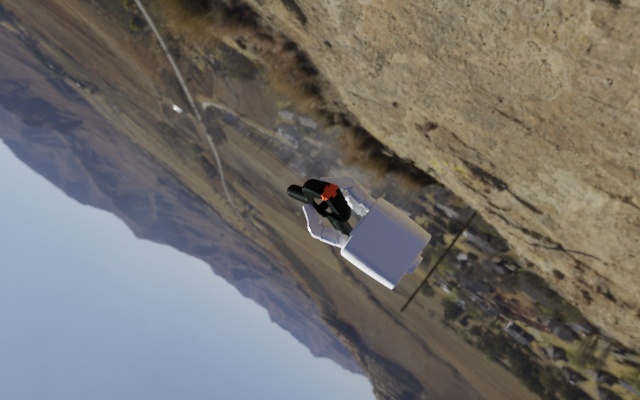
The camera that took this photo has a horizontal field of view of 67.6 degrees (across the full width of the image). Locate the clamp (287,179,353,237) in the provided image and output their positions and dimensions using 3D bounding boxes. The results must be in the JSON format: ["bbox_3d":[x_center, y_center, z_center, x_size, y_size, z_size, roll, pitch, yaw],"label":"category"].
[{"bbox_3d":[0.000,0.003,0.828,0.164,0.036,0.210,37,-12,12],"label":"clamp"}]
